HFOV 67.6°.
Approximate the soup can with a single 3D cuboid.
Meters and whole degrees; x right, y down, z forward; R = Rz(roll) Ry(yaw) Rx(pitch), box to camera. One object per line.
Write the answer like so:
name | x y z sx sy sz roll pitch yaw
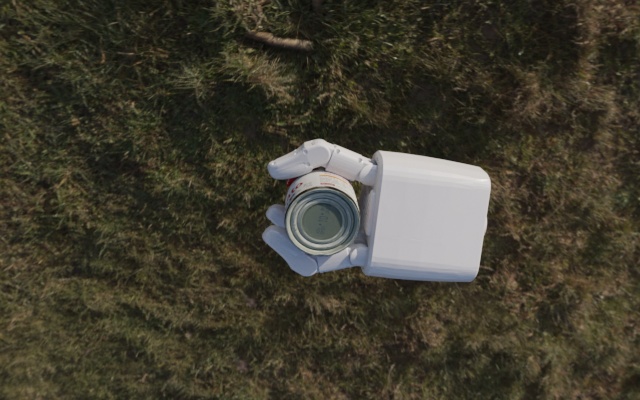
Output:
soup can | 0.000 0.001 0.455 0.068 0.068 0.102 0 22 -2
